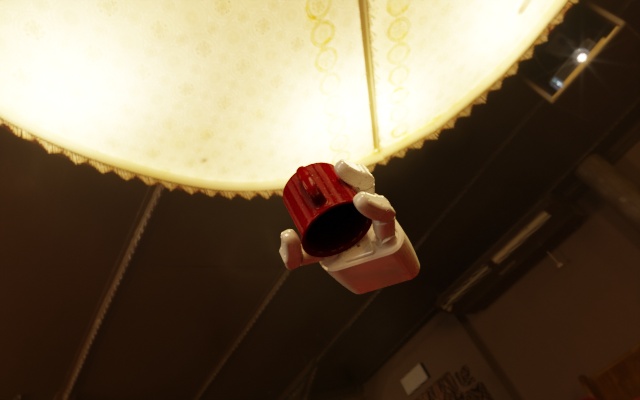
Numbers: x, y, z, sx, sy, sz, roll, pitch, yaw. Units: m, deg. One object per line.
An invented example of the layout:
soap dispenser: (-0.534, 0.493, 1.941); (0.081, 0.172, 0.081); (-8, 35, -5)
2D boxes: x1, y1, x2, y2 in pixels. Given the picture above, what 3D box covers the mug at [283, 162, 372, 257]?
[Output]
mug: (-0.001, 0.001, 0.566); (0.093, 0.081, 0.117); (-34, -39, 3)
